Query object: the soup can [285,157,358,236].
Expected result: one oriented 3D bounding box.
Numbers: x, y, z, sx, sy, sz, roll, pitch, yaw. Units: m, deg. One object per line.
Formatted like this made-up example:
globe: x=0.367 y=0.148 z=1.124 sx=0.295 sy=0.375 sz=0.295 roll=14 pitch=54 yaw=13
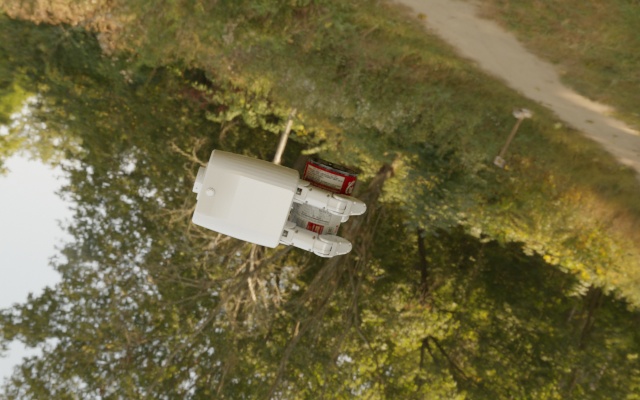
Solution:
soup can: x=0.000 y=0.002 z=0.622 sx=0.068 sy=0.102 sz=0.068 roll=18 pitch=10 yaw=-3
